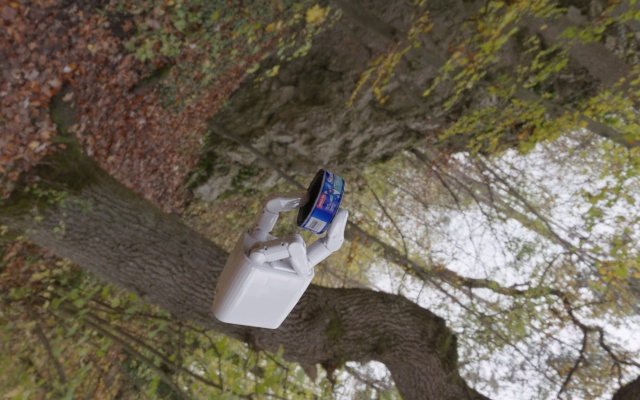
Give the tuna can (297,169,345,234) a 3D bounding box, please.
[{"bbox_3d":[0.001,0.002,0.652,0.034,0.086,0.086,23,-5,-12],"label":"tuna can"}]
